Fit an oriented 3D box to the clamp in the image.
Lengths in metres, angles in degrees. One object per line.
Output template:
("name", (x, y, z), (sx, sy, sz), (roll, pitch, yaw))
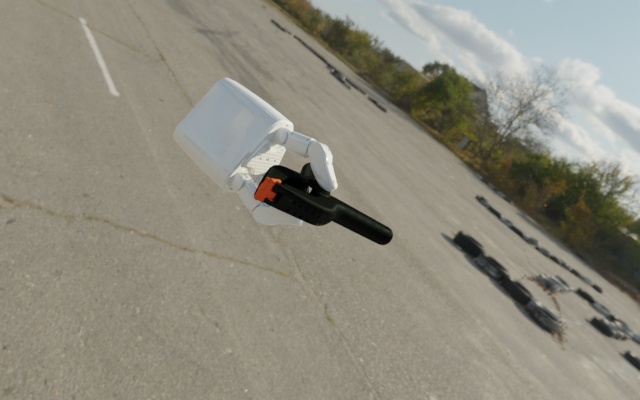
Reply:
("clamp", (0.000, 0.001, 0.570), (0.164, 0.036, 0.210), (39, 15, 19))
